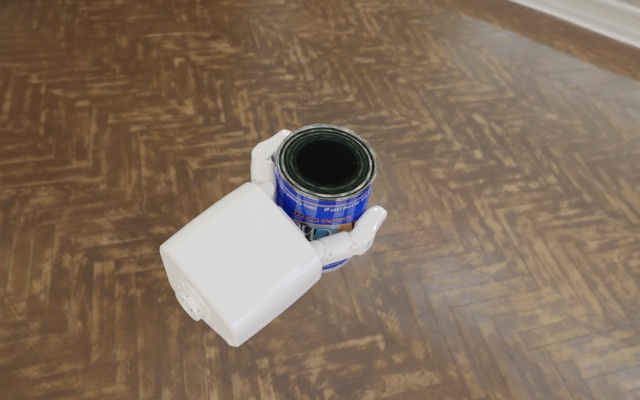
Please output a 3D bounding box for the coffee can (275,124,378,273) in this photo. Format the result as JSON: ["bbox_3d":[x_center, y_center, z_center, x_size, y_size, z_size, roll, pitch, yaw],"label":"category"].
[{"bbox_3d":[0.000,0.002,0.529,0.103,0.102,0.140,0,-38,-7],"label":"coffee can"}]
